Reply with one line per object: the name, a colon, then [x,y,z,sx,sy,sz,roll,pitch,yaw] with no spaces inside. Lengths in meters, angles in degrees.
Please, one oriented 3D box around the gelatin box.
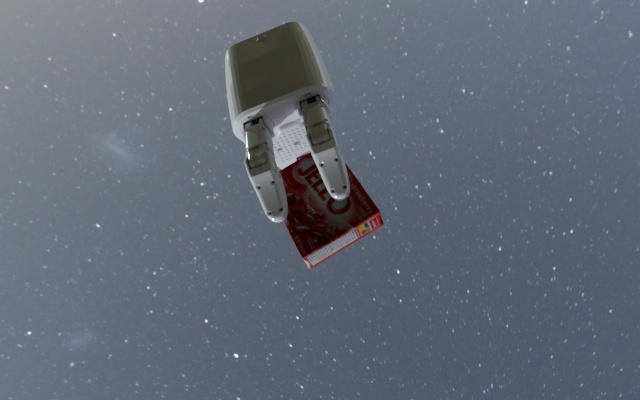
gelatin box: [0.000,0.002,0.410,0.073,0.089,0.030,-31,-31,-1]
